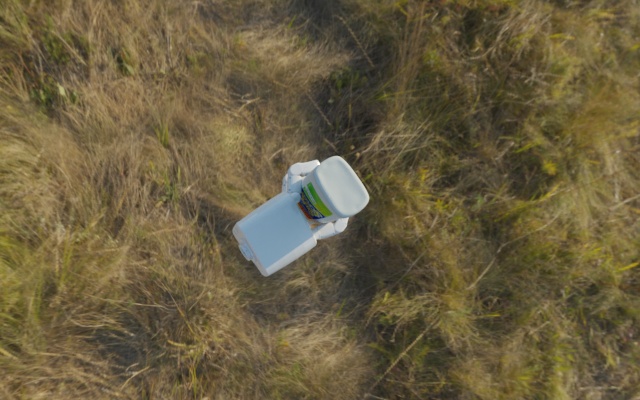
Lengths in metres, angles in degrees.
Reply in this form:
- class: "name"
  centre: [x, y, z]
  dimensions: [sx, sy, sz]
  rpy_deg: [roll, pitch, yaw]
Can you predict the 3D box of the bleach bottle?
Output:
- class: "bleach bottle"
  centre: [0.000, 0.003, 0.868]
  dimensions: [0.068, 0.102, 0.251]
  rpy_deg: [-32, -3, -20]
